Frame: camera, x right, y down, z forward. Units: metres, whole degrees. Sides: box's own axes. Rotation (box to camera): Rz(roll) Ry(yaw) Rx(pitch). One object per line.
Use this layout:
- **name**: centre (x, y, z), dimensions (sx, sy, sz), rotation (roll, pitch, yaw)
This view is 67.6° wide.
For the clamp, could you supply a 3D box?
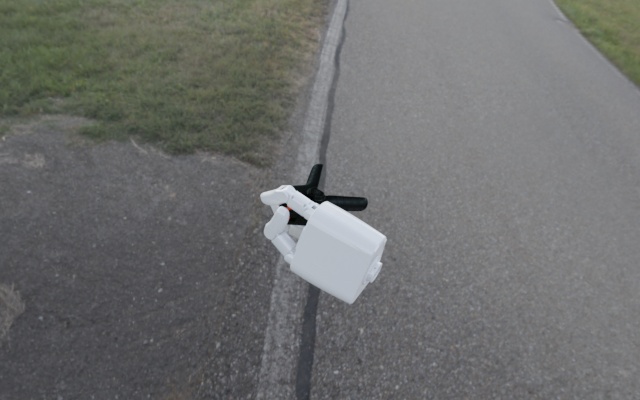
- **clamp**: centre (0.000, 0.002, 0.775), dimensions (0.120, 0.039, 0.171), rotation (29, 39, 17)
